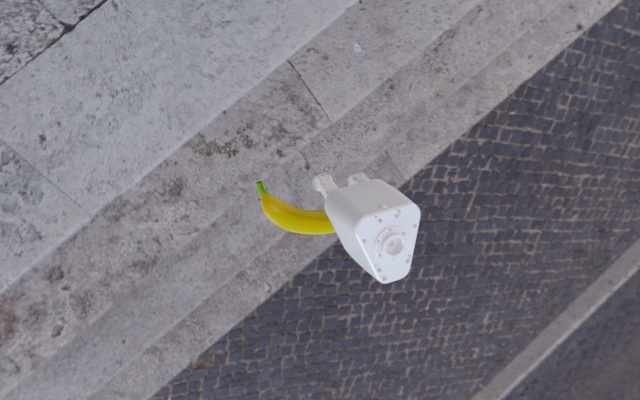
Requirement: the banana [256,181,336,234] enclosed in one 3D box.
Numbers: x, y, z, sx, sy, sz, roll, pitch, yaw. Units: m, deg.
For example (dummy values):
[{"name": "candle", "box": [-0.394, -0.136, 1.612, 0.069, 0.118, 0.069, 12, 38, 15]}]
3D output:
[{"name": "banana", "box": [-0.007, 0.020, 0.741, 0.198, 0.069, 0.037, 9, 11, -19]}]
